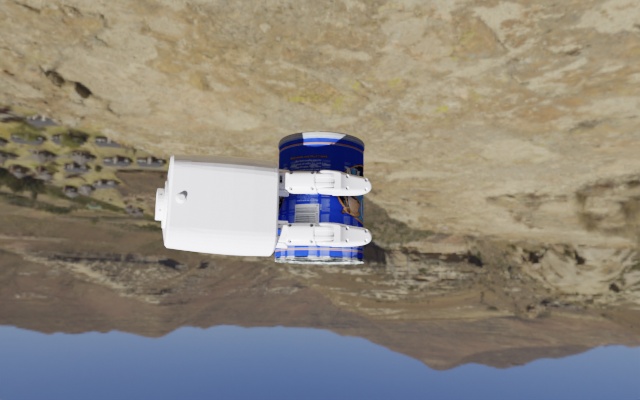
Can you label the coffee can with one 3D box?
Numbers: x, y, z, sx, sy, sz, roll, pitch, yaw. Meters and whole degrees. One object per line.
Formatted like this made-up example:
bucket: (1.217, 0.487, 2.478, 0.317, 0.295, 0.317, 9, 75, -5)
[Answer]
coffee can: (0.000, 0.002, 0.558, 0.103, 0.140, 0.103, 1, -10, 0)
